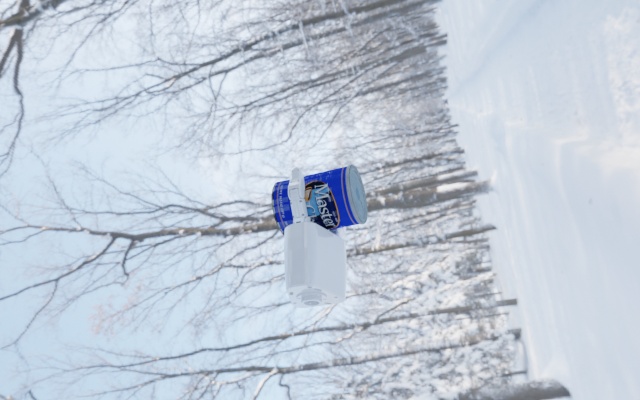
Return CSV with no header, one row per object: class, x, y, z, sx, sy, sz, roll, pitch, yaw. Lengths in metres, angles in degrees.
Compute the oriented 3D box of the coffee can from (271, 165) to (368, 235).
coffee can,0.000,0.002,0.828,0.140,0.103,0.103,-12,-4,18
